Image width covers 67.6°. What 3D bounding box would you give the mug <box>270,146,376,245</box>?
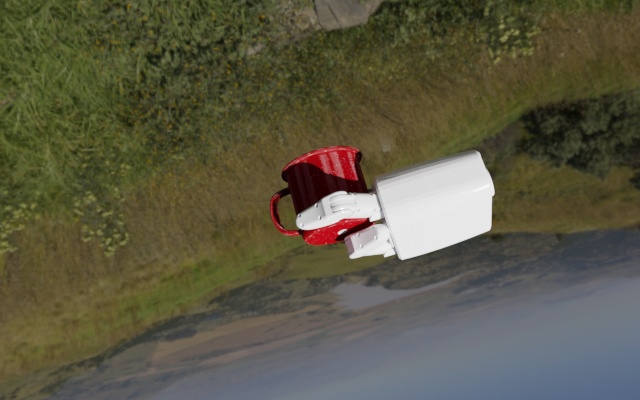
[{"bbox_3d":[-0.001,0.002,0.521,0.117,0.081,0.093,-18,-18,8],"label":"mug"}]
